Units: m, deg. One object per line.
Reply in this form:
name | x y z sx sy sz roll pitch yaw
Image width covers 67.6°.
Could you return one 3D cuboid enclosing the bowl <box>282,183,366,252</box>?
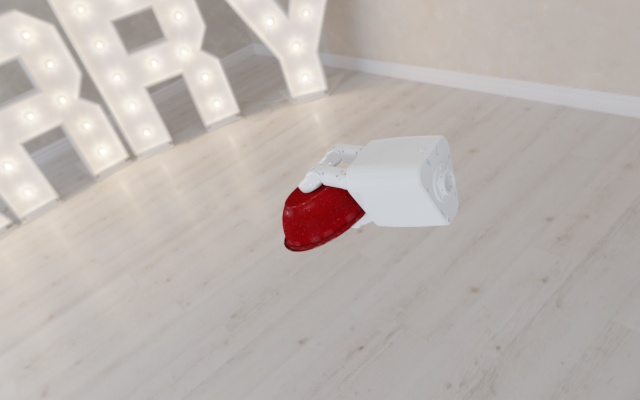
bowl | -0.001 0.002 0.702 0.162 0.055 0.162 -30 20 12
